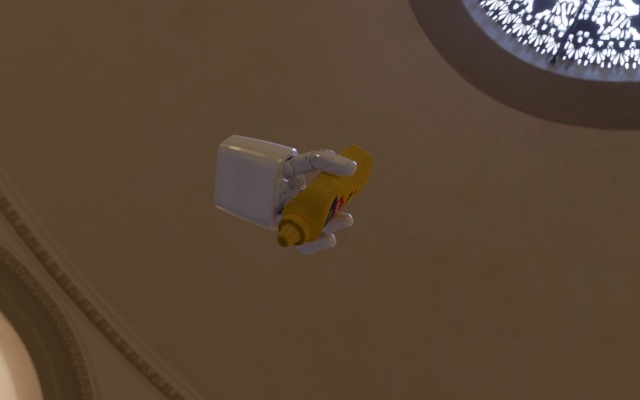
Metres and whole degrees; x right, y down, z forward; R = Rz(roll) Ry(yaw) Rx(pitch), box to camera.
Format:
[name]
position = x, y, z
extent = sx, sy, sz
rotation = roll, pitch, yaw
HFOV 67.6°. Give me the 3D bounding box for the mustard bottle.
[mustard bottle]
position = 0.001, 0.002, 0.639
extent = 0.058, 0.096, 0.191
rotation = 37, 43, 7
